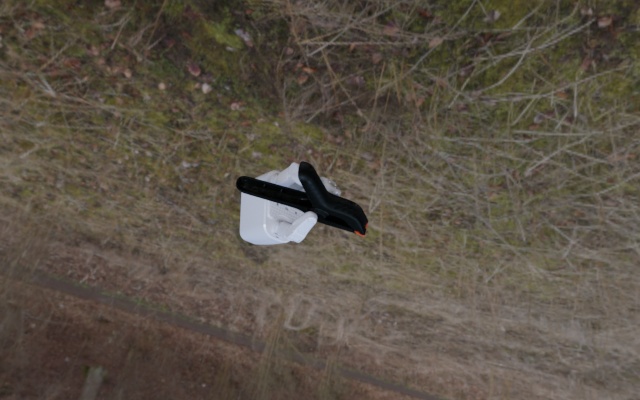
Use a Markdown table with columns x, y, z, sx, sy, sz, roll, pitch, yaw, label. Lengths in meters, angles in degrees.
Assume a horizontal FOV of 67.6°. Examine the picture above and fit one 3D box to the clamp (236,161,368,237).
| x | y | z | sx | sy | sz | roll | pitch | yaw | label |
| --- | --- | --- | --- | --- | --- | --- | --- | --- | --- |
| 0.000 | 0.003 | 0.694 | 0.210 | 0.036 | 0.164 | 26 | -20 | -28 | clamp |
